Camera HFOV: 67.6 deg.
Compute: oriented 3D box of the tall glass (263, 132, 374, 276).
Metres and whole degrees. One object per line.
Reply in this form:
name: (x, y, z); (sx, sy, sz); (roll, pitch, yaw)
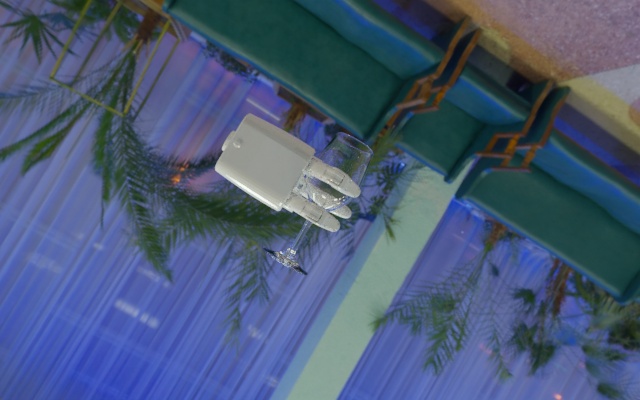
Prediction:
tall glass: (0.000, 0.003, 0.686); (0.079, 0.201, 0.079); (31, -3, 2)
